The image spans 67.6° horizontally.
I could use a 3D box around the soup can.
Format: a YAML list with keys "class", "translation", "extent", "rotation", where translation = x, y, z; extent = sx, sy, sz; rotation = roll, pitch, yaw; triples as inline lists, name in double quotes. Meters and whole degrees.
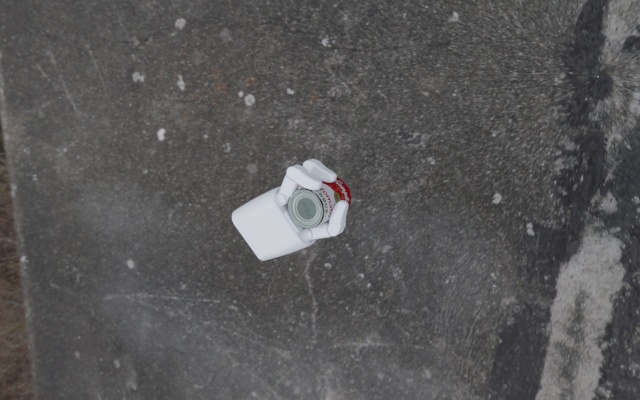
- class: "soup can"
  translation: [0.000, 0.003, 0.796]
  extent: [0.068, 0.068, 0.102]
  rotation: [0, 13, 30]
